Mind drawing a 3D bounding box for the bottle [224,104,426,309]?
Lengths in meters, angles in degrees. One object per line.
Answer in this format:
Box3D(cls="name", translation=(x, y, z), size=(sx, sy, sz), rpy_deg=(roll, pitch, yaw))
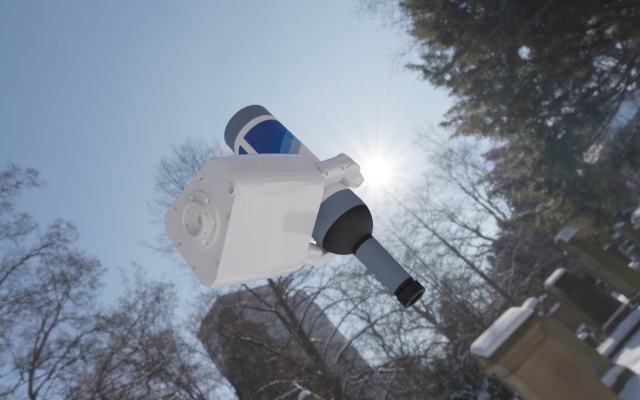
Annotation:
Box3D(cls="bottle", translation=(0.000, 0.002, 0.526), size=(0.295, 0.069, 0.069), rpy_deg=(45, 25, 27))
